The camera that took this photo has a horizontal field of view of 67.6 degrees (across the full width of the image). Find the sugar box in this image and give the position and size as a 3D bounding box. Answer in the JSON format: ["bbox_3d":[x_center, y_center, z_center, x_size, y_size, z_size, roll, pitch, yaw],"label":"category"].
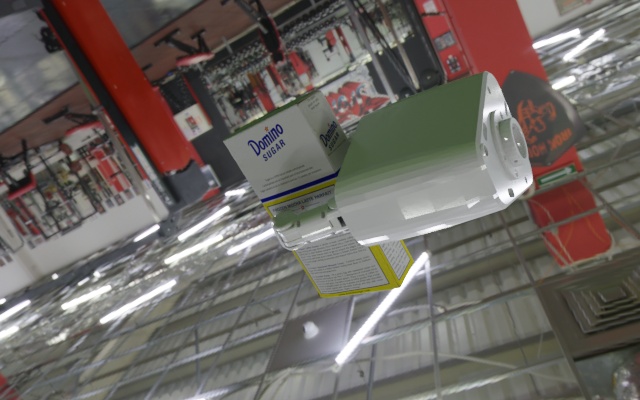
[{"bbox_3d":[0.000,0.001,0.418,0.093,0.176,0.048,-17,18,38],"label":"sugar box"}]
